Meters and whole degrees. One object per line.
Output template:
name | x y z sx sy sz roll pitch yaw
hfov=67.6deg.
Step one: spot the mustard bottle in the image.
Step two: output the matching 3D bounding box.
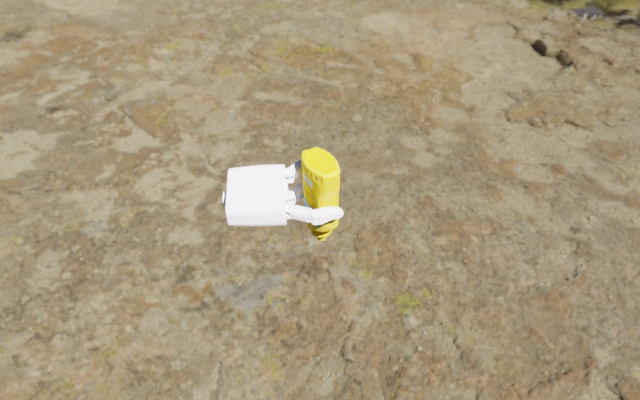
mustard bottle | 0.000 0.003 0.899 0.058 0.192 0.096 -19 43 -21
